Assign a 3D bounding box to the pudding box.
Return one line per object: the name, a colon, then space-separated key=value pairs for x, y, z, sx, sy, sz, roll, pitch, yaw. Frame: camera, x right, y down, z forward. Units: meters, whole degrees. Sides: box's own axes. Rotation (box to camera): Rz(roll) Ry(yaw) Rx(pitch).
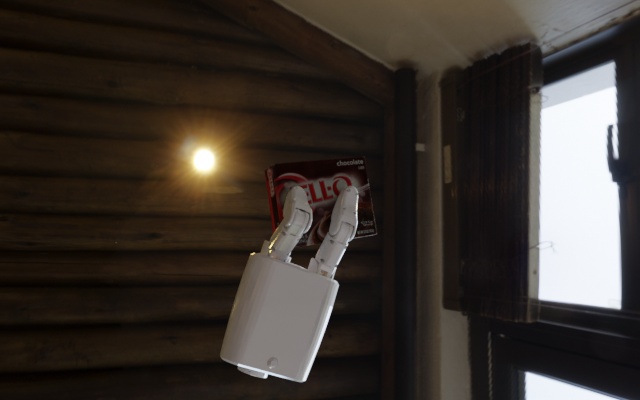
pudding box: x=0.000 y=0.002 z=0.527 sx=0.113 sy=0.090 sz=0.039 roll=-7 pitch=-3 yaw=-24
